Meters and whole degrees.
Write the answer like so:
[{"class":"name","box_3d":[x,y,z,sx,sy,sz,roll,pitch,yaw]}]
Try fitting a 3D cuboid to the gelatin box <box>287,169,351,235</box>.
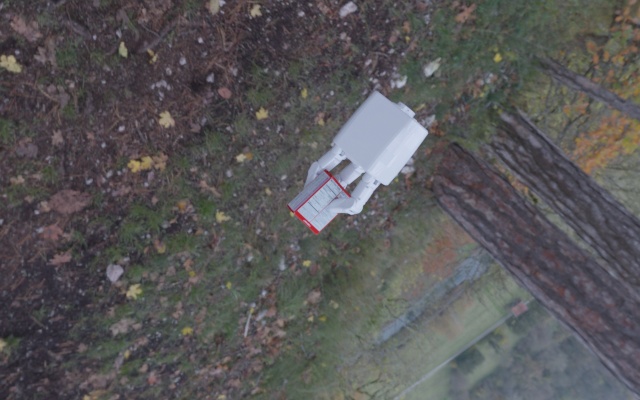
[{"class":"gelatin box","box_3d":[0.000,0.003,0.790,0.073,0.089,0.030,46,0,-44]}]
